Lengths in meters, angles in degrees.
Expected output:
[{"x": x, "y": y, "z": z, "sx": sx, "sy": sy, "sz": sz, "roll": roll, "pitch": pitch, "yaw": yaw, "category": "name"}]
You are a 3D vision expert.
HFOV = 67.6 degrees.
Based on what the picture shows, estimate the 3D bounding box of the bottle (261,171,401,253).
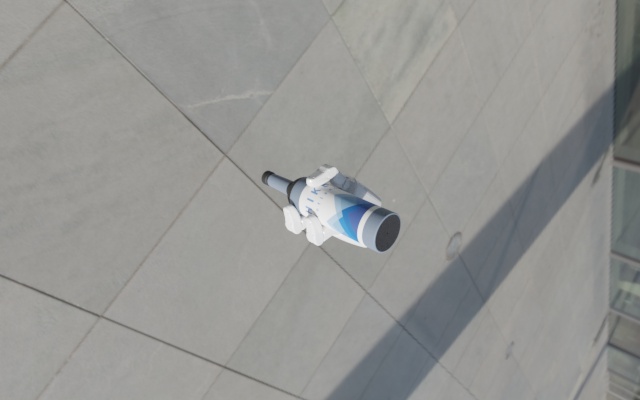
[{"x": 0.000, "y": 0.003, "z": 0.823, "sx": 0.295, "sy": 0.069, "sz": 0.069, "roll": 25, "pitch": 16, "yaw": 39, "category": "bottle"}]
